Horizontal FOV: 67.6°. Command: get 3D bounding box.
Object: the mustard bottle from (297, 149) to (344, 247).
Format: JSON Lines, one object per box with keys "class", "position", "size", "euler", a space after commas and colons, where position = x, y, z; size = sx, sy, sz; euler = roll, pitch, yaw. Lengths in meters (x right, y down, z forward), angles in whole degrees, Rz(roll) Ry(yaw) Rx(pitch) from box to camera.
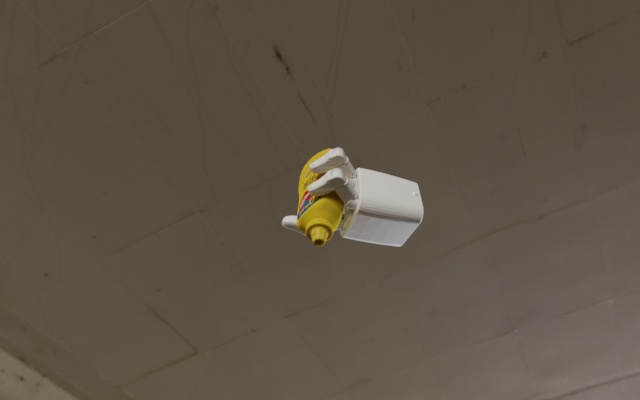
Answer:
{"class": "mustard bottle", "position": [0.000, 0.002, 0.773], "size": [0.058, 0.191, 0.096], "euler": [33, -58, -23]}
